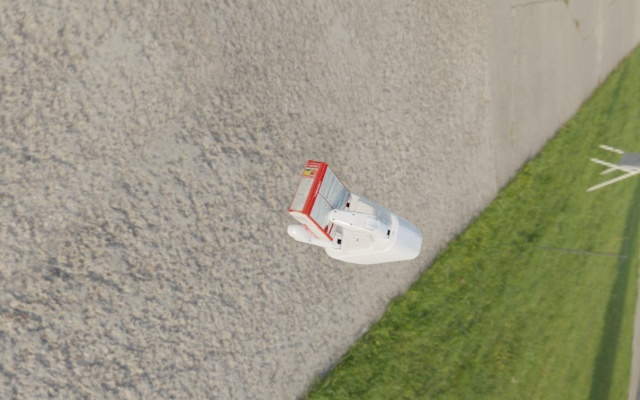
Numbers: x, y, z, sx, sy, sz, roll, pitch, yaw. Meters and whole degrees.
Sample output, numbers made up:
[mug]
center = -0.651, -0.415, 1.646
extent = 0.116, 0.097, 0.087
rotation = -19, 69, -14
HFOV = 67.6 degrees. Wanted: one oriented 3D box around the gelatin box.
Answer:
[gelatin box]
center = 0.000, 0.002, 0.609
extent = 0.030, 0.073, 0.089
rotation = 10, -21, 30
